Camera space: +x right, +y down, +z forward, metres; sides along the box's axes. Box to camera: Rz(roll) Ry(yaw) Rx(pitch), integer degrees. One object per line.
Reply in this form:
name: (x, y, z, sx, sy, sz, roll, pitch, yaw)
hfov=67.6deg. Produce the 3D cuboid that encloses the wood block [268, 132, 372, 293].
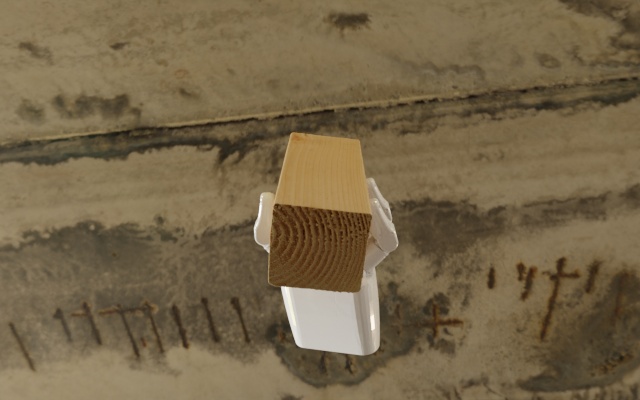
wood block: (0.000, 0.002, 0.529, 0.091, 0.090, 0.206, 5, 25, -2)
